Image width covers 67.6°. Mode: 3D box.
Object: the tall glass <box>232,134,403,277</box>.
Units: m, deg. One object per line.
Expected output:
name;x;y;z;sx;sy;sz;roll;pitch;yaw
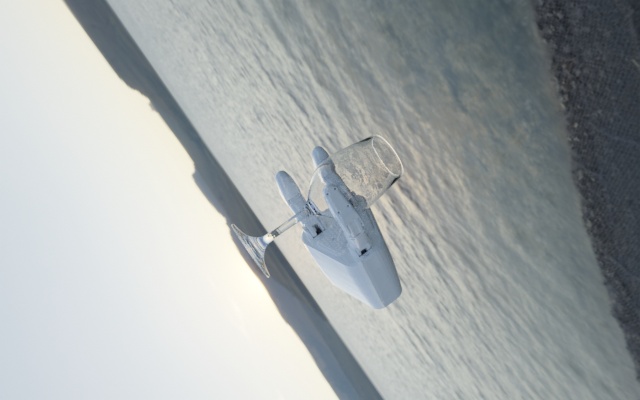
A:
tall glass;0.000;0.002;0.562;0.201;0.079;0.079;-35;5;-8
